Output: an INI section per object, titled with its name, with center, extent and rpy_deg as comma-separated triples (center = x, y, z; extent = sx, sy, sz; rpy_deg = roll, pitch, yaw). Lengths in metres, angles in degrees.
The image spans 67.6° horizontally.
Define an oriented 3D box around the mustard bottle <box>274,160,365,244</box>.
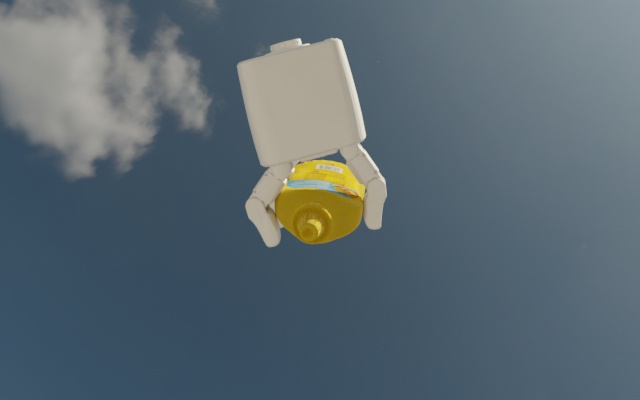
[mustard bottle]
center = 0.000, 0.002, 0.536
extent = 0.096, 0.058, 0.191
rpy_deg = 12, 18, 3
